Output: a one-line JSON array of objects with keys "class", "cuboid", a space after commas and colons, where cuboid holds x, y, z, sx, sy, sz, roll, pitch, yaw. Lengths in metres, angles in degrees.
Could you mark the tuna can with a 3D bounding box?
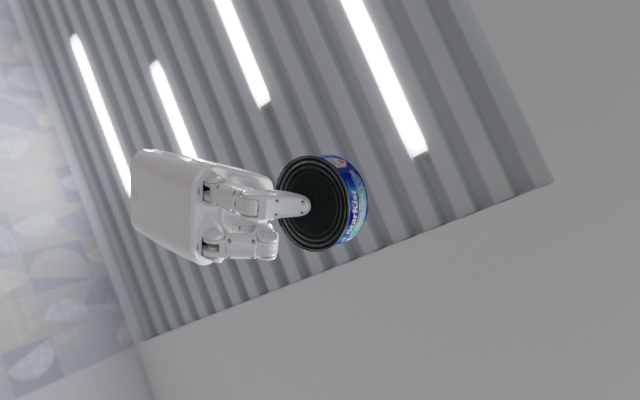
[{"class": "tuna can", "cuboid": [0.000, 0.001, 0.433, 0.086, 0.086, 0.034, 0, 7, 39]}]
